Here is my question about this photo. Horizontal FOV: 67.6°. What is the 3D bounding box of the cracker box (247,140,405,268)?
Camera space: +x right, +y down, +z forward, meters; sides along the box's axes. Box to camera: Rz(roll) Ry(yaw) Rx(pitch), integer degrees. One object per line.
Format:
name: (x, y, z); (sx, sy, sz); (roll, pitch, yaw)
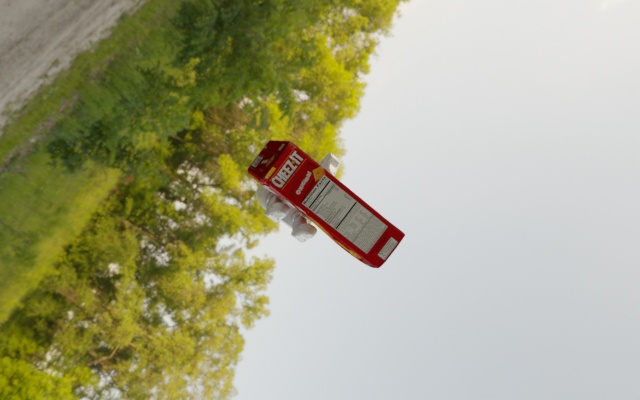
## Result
cracker box: (0.000, 0.002, 0.711); (0.214, 0.072, 0.164); (38, -4, -16)
